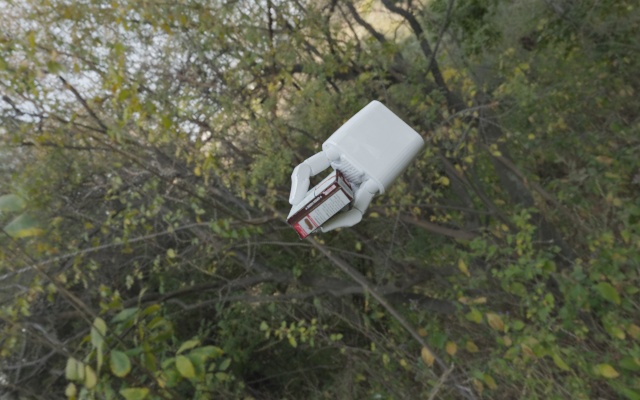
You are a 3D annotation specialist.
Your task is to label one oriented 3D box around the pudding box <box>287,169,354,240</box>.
[{"bbox_3d":[0.000,0.002,0.677,0.090,0.039,0.113,-40,6,9],"label":"pudding box"}]
